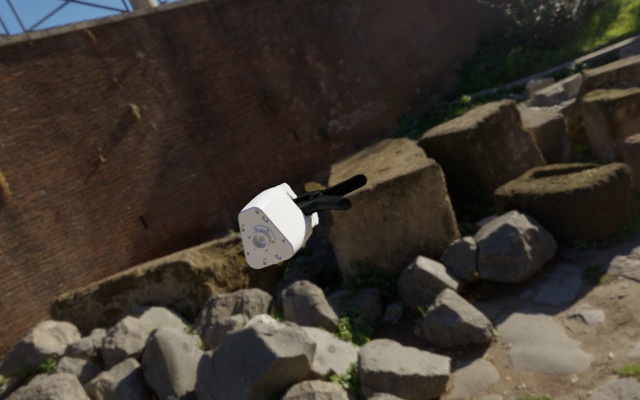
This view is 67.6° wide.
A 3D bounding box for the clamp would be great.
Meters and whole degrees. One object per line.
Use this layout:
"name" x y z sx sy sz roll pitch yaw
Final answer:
"clamp" 0.000 0.002 0.882 0.171 0.039 0.120 -21 11 20
